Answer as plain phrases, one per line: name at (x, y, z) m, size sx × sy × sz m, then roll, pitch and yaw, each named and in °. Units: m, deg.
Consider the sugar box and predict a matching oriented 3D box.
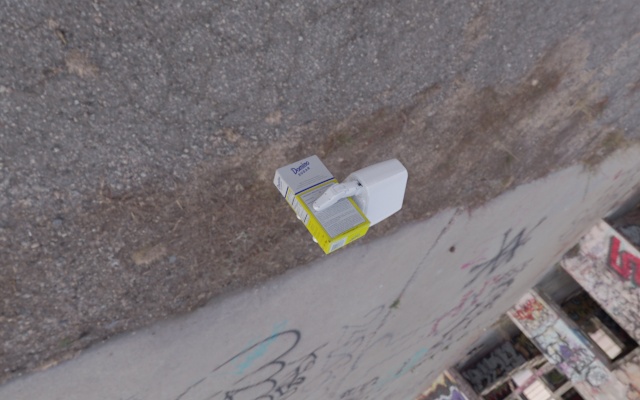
sugar box at (0.000, 0.003, 0.865) m, size 0.093 × 0.176 × 0.048 m, roll -23°, pitch -29°, yaw -29°
